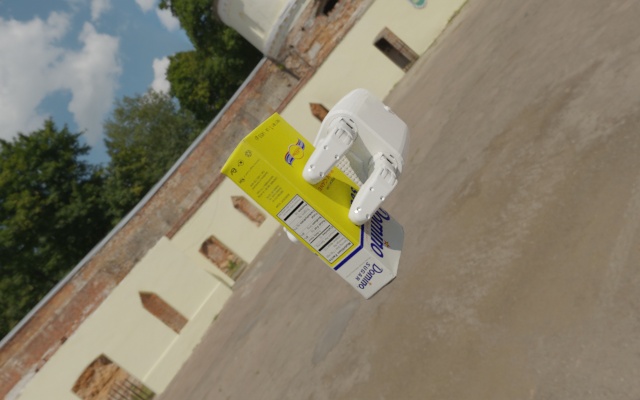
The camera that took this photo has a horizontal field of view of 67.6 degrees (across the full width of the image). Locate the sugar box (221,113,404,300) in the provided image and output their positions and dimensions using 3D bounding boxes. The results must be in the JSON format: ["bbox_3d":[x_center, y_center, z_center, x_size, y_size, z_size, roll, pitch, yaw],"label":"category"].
[{"bbox_3d":[0.000,0.001,0.445,0.176,0.048,0.093,39,29,-6],"label":"sugar box"}]
